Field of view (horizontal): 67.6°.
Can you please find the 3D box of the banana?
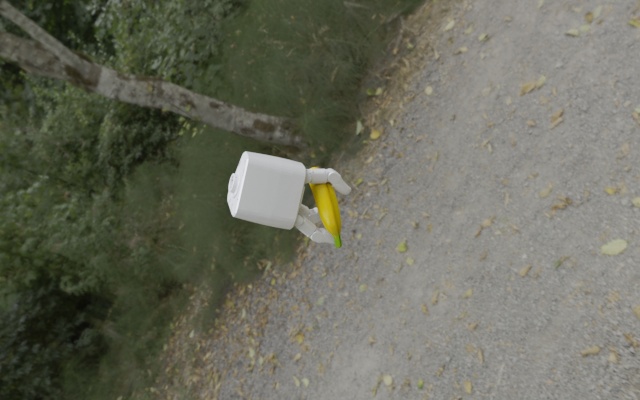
[{"bbox_3d":[0.003,-0.008,0.869,0.037,0.070,0.197,-4,46,-13],"label":"banana"}]
